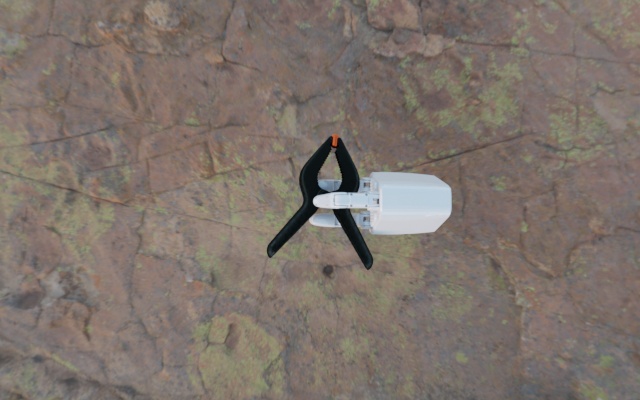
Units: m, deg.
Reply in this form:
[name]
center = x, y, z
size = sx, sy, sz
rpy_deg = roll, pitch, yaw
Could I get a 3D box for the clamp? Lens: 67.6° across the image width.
[clamp]
center = 0.000, 0.002, 0.740
size = 0.164, 0.210, 0.036
rpy_deg = 1, -3, -5
